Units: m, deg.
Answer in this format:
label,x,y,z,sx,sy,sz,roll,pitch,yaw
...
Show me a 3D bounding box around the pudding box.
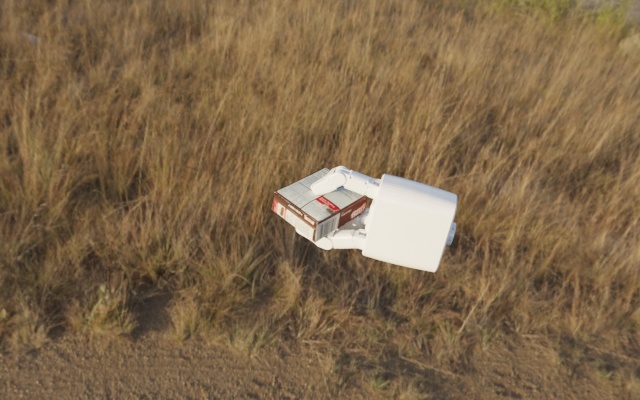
label,x,y,z,sx,sy,sz,roll,pitch,yaw
pudding box,0.000,0.002,0.697,0.090,0.039,0.113,34,42,29
